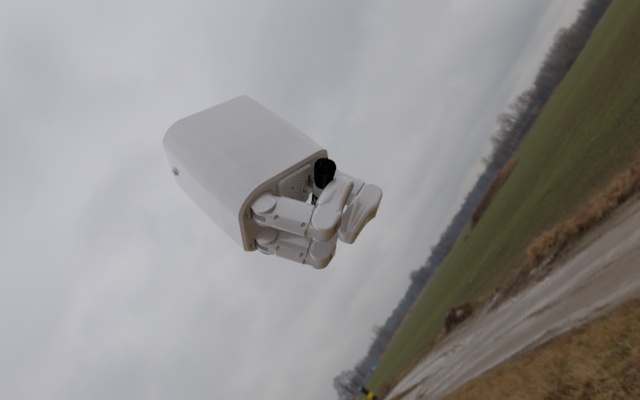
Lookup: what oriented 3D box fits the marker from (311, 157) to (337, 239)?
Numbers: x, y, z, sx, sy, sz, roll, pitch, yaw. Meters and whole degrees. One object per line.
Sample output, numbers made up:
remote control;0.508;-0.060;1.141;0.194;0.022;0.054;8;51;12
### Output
marker;0.000;0.001;0.439;0.020;0.020;0.121;0;-33;-4
